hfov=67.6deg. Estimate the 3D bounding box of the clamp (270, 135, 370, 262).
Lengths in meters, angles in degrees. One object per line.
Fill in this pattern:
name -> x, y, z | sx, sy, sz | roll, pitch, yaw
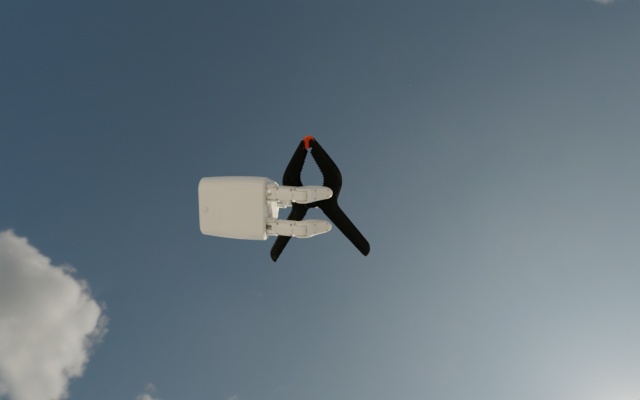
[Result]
clamp -> 0.000, 0.002, 0.766 | 0.164, 0.210, 0.036 | 2, 14, 4
